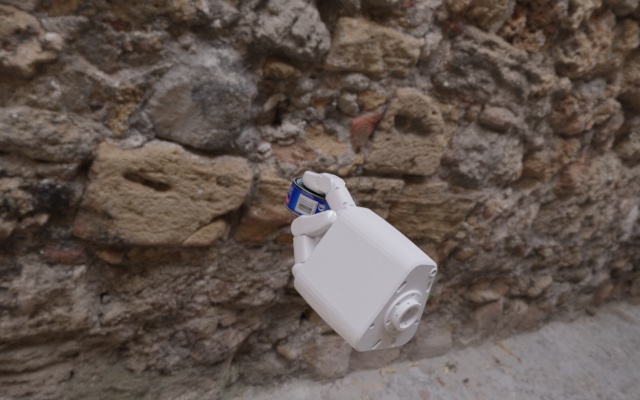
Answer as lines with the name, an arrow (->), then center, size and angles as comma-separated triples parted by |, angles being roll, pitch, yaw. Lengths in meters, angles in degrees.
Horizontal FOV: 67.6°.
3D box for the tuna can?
tuna can -> 0.000, 0.001, 0.600 | 0.086, 0.034, 0.086 | 19, 15, -5
